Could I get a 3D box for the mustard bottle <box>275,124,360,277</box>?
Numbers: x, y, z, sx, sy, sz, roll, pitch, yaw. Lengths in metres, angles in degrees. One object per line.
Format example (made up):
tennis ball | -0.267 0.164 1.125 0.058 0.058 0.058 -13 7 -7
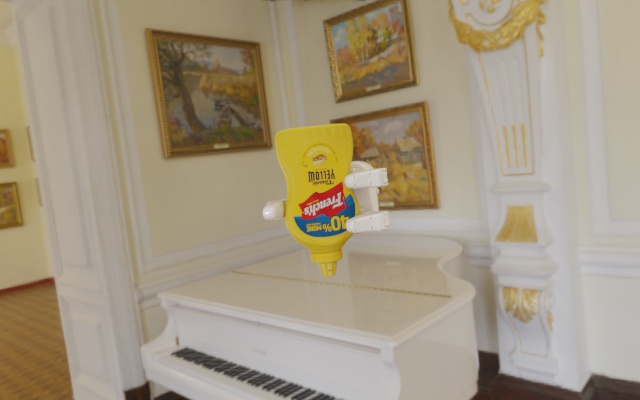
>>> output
mustard bottle | 0.000 0.002 0.611 0.096 0.191 0.058 -8 5 -12
